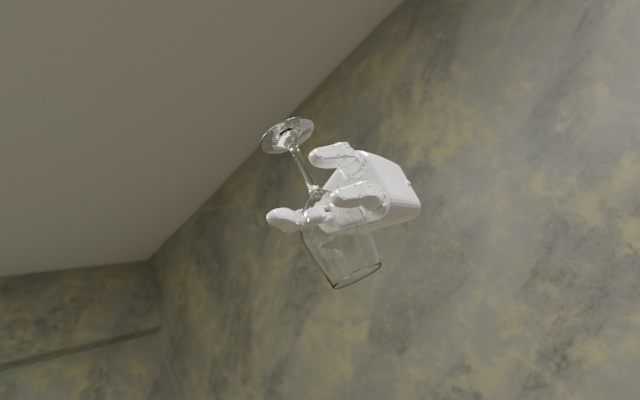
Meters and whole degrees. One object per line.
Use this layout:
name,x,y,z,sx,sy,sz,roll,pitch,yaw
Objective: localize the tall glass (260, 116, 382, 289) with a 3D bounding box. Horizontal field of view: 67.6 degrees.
tall glass,0.000,0.001,0.570,0.079,0.201,0.079,-23,-20,-9
